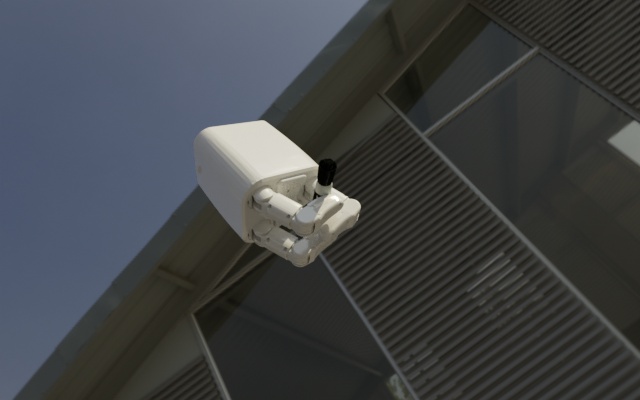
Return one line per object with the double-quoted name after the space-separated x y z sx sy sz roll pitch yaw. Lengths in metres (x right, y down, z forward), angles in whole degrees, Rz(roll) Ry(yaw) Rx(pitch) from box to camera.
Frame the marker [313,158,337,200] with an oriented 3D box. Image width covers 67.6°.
0.000 0.002 0.512 0.020 0.020 0.121 0 -42 -10 "marker"
